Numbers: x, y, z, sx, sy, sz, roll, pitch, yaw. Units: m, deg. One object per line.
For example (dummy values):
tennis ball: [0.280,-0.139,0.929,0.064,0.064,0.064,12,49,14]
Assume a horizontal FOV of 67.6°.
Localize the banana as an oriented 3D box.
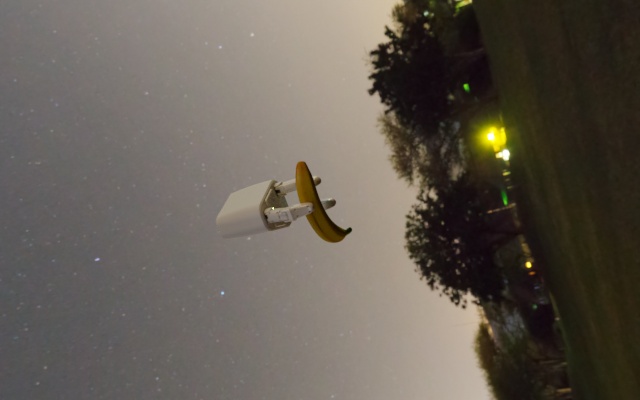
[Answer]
banana: [-0.002,0.018,0.878,0.037,0.069,0.198,-12,-49,28]
